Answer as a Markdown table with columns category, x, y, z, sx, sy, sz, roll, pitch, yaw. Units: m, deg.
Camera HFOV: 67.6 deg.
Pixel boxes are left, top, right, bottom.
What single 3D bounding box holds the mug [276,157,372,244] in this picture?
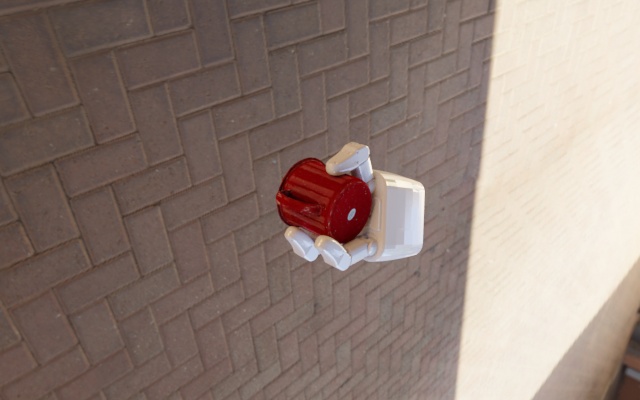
| category | x | y | z | sx | sy | sz | roll | pitch | yaw |
| --- | --- | --- | --- | --- | --- | --- | --- | --- | --- |
| mug | -0.001 | 0.002 | 0.570 | 0.081 | 0.093 | 0.117 | 23 | 12 | 39 |
